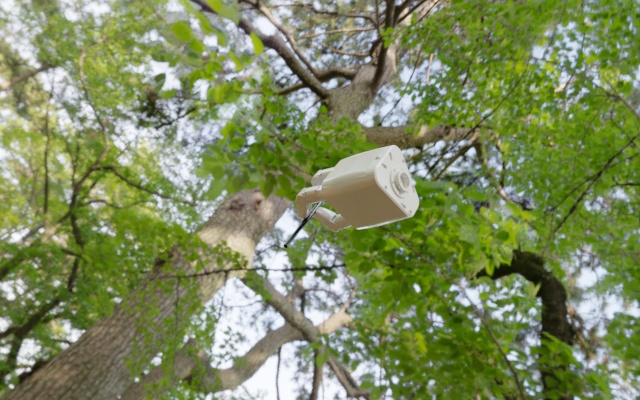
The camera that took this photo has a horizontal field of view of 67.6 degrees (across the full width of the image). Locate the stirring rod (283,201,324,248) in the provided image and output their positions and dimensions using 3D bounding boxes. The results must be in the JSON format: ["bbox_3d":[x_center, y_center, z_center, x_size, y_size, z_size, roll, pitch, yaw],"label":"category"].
[{"bbox_3d":[0.000,0.003,0.843,0.011,0.011,0.239,0,36,35],"label":"stirring rod"}]
